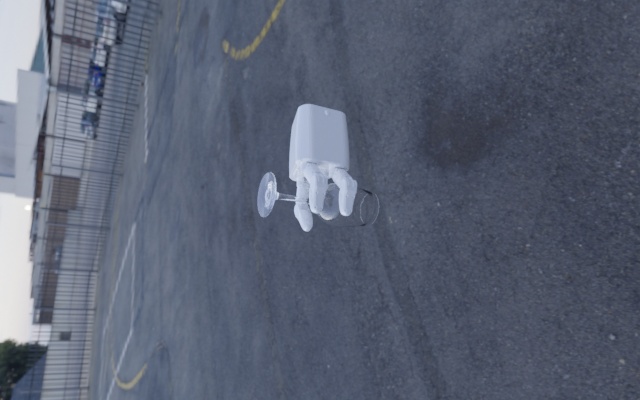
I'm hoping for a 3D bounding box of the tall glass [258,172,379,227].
[{"bbox_3d":[-0.001,0.003,0.812,0.201,0.079,0.079,8,-4,-27],"label":"tall glass"}]
